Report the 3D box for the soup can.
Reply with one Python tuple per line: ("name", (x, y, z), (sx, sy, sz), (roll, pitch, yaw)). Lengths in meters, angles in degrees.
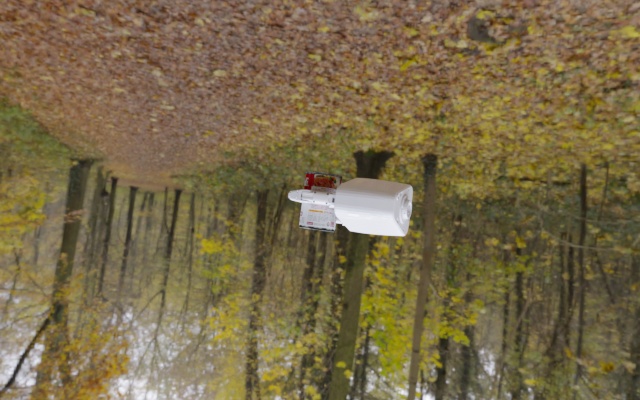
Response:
("soup can", (0.000, 0.003, 0.872), (0.068, 0.102, 0.068), (8, -3, 0))
